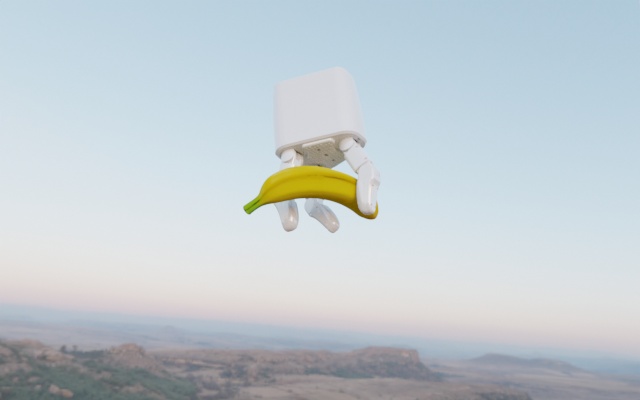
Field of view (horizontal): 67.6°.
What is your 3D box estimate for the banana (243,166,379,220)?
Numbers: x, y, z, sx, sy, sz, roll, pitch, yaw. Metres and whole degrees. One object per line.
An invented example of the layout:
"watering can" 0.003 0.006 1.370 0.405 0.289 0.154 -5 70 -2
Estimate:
"banana" 0.007 -0.009 0.576 0.198 0.037 0.070 6 -38 -34
